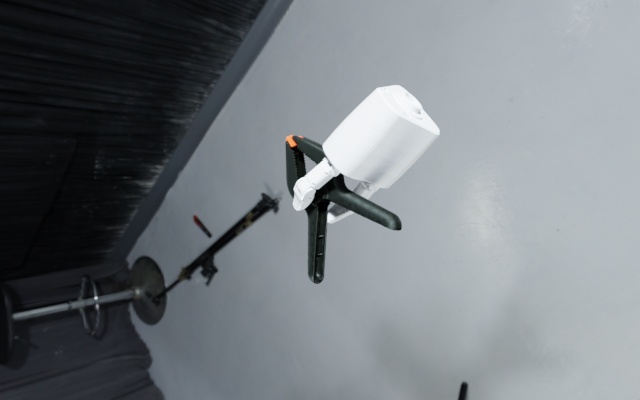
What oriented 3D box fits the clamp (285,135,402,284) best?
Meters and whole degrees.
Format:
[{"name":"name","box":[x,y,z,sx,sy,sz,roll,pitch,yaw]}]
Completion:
[{"name":"clamp","box":[-0.001,0.002,0.672,0.165,0.210,0.036,-45,-24,28]}]
